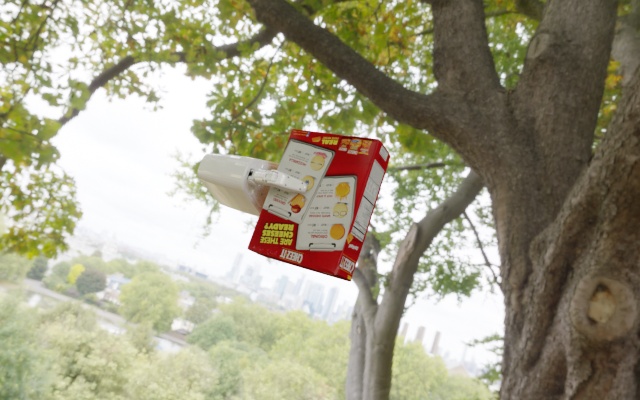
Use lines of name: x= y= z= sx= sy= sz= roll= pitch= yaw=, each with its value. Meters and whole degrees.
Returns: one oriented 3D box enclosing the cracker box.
cracker box: x=0.000 y=0.002 z=0.751 sx=0.164 sy=0.213 sz=0.072 roll=12 pitch=-14 yaw=31
